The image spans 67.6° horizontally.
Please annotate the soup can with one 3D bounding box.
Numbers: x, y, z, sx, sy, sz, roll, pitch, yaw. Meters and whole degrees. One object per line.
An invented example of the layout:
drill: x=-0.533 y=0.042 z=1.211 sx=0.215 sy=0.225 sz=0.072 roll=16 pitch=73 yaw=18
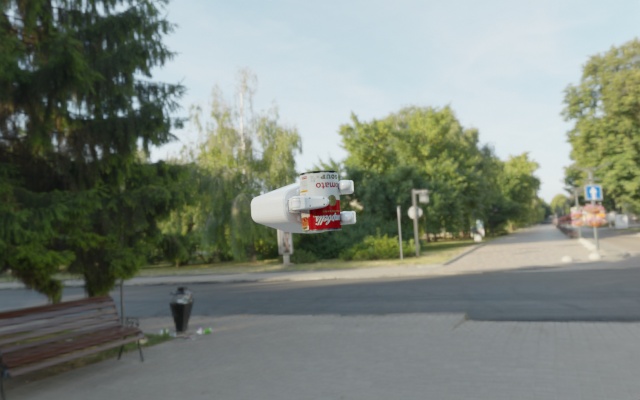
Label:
soup can: x=0.000 y=0.002 z=0.823 sx=0.068 sy=0.102 sz=0.068 roll=-4 pitch=-4 yaw=0
